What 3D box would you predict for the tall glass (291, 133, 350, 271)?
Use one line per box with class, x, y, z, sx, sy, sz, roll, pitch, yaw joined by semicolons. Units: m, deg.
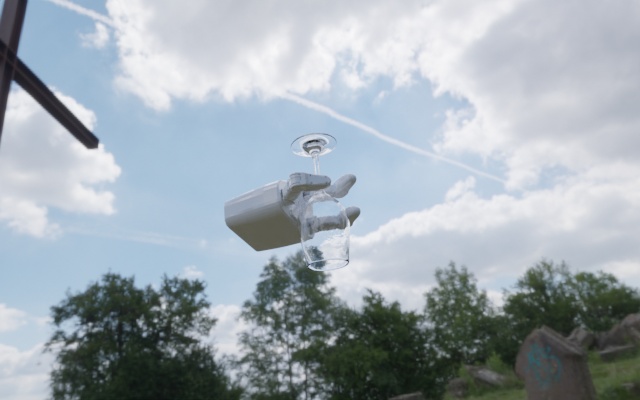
tall glass;0.000;0.002;0.725;0.079;0.201;0.079;-6;-23;-3
